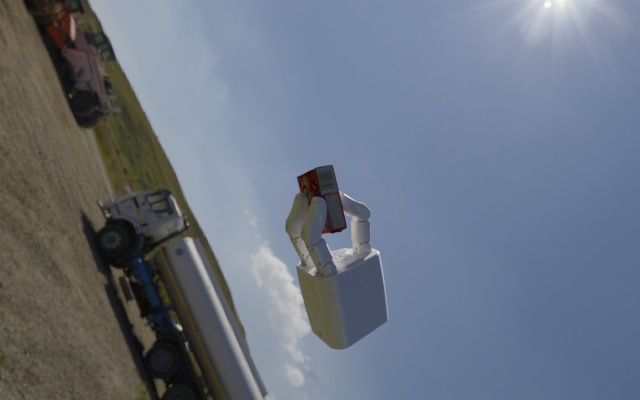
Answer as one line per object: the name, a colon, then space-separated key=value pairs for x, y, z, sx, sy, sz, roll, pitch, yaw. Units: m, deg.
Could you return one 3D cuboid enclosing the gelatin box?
gelatin box: x=0.000 y=0.002 z=0.651 sx=0.030 sy=0.089 sz=0.073 roll=-12 pitch=-2 yaw=-22
